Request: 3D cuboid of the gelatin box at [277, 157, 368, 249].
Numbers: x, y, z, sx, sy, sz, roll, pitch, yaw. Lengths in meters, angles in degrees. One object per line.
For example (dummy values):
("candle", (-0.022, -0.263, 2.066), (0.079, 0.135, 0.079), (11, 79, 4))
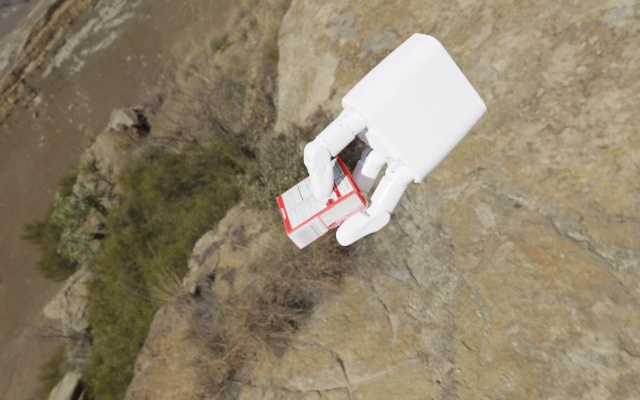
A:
("gelatin box", (0.000, 0.002, 0.525), (0.089, 0.030, 0.073), (-33, 36, 7))
